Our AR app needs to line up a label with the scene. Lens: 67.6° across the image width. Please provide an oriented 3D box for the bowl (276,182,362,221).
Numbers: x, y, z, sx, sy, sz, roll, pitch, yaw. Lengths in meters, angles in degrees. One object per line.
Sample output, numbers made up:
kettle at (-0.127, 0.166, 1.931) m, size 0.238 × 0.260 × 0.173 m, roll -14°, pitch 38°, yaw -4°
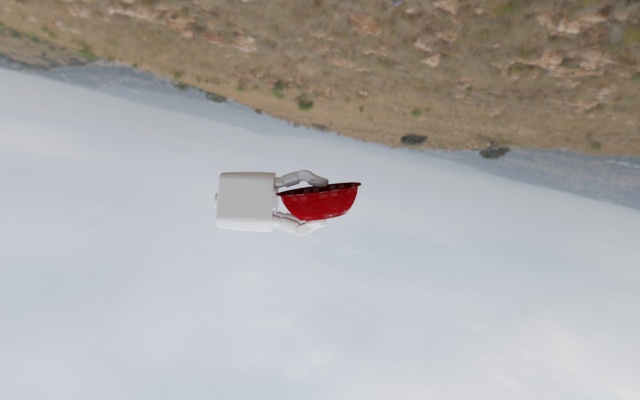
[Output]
bowl at (0.001, 0.003, 0.898) m, size 0.162 × 0.055 × 0.162 m, roll -8°, pitch 6°, yaw 1°
